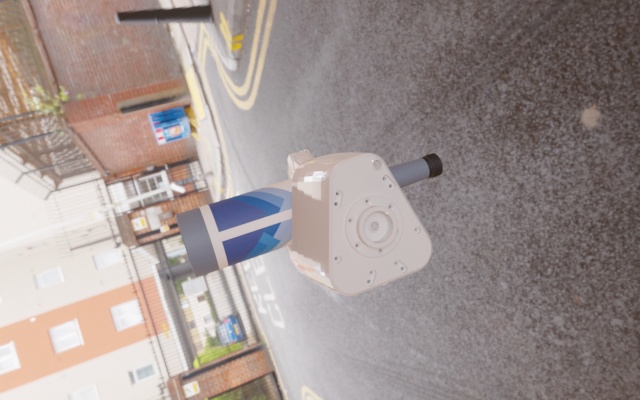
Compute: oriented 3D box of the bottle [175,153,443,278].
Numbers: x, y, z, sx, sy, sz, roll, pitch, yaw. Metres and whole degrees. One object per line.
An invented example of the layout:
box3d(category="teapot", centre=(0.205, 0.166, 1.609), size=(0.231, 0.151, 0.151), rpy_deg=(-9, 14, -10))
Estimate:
box3d(category="bottle", centre=(0.000, 0.002, 0.515), size=(0.295, 0.069, 0.069), rpy_deg=(-18, 5, -16))
